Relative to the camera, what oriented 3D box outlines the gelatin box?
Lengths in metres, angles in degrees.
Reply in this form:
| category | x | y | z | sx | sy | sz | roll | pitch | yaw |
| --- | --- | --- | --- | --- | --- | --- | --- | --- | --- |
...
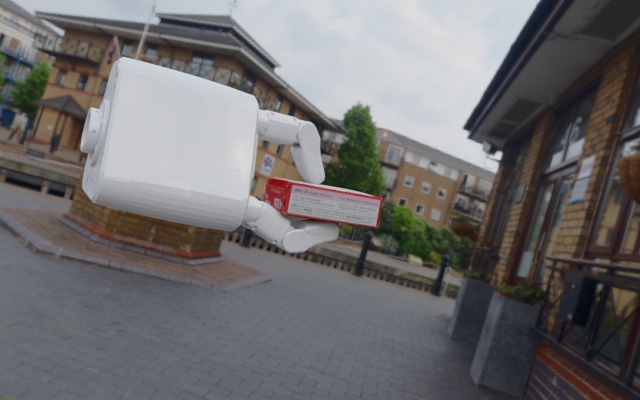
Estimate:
| category | x | y | z | sx | sy | sz | roll | pitch | yaw |
| --- | --- | --- | --- | --- | --- | --- | --- | --- | --- |
| gelatin box | 0.000 | 0.001 | 0.430 | 0.089 | 0.030 | 0.073 | 9 | 3 | -19 |
